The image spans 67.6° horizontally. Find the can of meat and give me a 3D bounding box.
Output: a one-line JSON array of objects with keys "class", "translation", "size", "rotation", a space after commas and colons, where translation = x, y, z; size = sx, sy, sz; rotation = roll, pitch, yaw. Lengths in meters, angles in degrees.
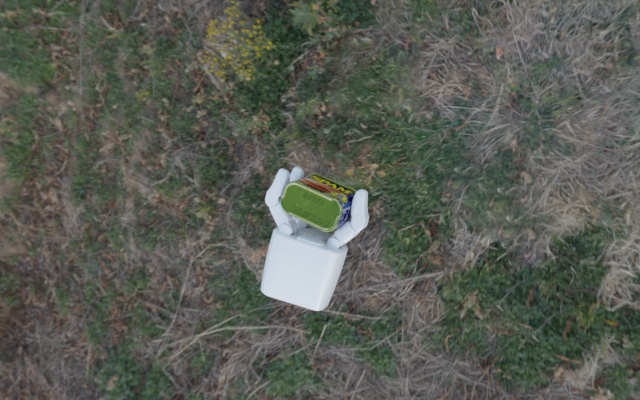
[{"class": "can of meat", "translation": [0.000, 0.002, 0.725], "size": [0.102, 0.057, 0.084], "rotation": [24, 18, 18]}]
